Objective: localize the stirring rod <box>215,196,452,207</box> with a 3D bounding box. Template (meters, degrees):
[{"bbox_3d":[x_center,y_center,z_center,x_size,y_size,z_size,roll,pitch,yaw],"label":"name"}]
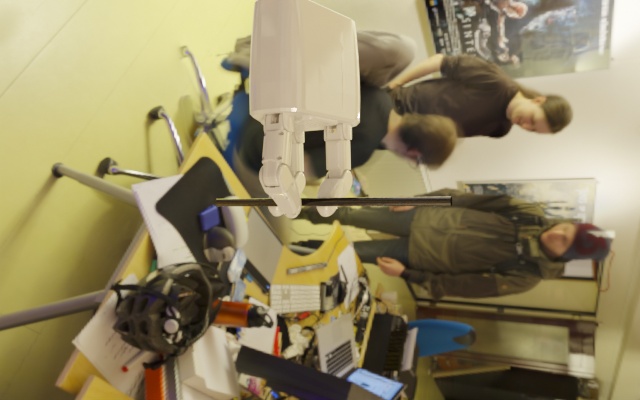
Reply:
[{"bbox_3d":[0.000,0.001,0.447,0.239,0.011,0.011,0,0,26],"label":"stirring rod"}]
